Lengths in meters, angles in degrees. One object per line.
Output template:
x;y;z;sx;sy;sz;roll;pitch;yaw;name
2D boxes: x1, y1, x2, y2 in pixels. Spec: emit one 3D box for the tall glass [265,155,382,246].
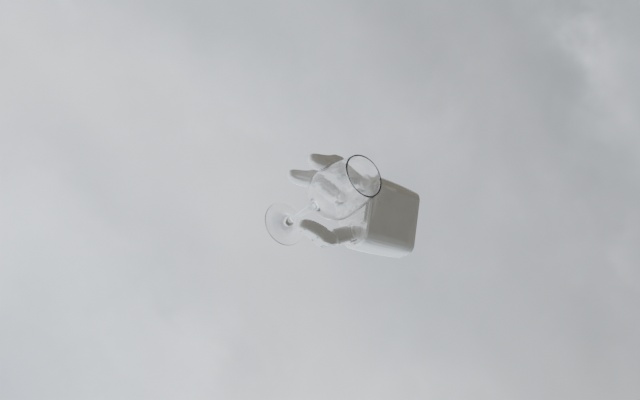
0.000;0.003;0.701;0.079;0.079;0.201;0;-21;-38;tall glass
